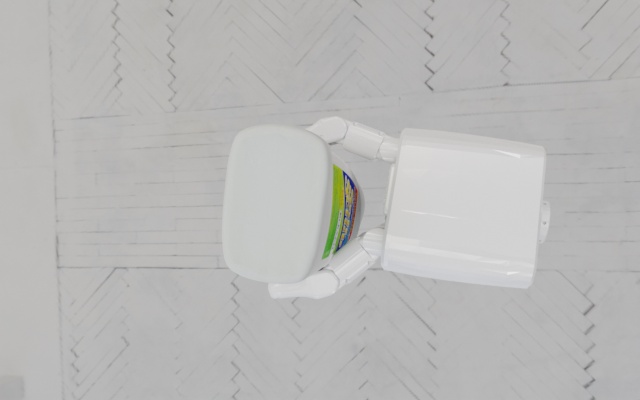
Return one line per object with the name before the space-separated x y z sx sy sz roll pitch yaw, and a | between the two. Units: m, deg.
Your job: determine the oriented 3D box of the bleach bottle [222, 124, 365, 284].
bleach bottle | 0.000 0.001 0.411 0.068 0.102 0.251 8 3 14
